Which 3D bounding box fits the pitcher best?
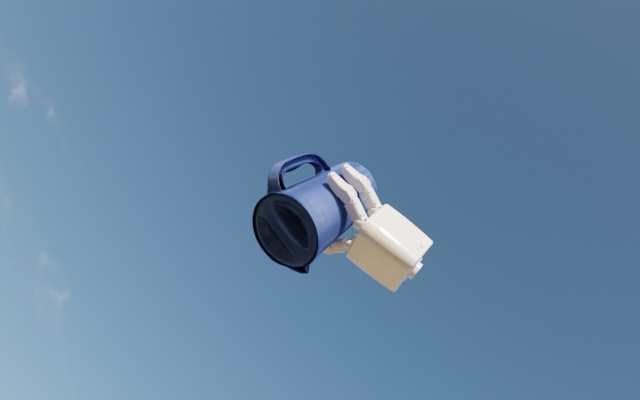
[{"bbox_3d":[0.000,0.003,0.851,0.145,0.149,0.242,37,36,16],"label":"pitcher"}]
